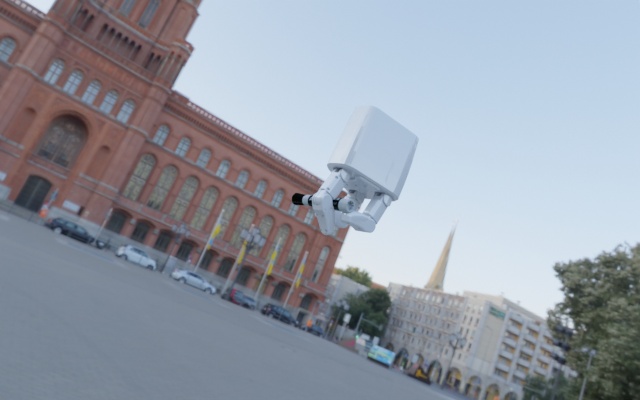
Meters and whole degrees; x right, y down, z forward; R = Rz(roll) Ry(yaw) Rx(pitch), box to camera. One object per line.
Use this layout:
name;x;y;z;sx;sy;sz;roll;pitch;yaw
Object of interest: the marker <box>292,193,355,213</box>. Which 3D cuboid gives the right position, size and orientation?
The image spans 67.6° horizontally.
marker;0.000;0.002;0.692;0.020;0.020;0.121;0;5;-43
